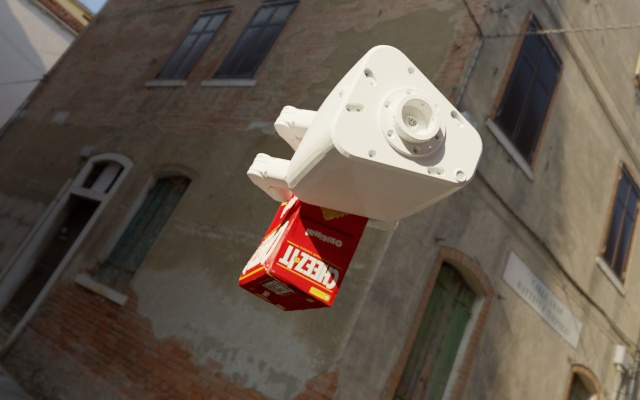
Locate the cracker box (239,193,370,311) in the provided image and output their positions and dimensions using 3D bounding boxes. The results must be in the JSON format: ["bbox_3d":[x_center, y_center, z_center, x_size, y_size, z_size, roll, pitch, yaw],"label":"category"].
[{"bbox_3d":[0.000,0.002,0.496,0.072,0.213,0.164,29,-21,-8],"label":"cracker box"}]
